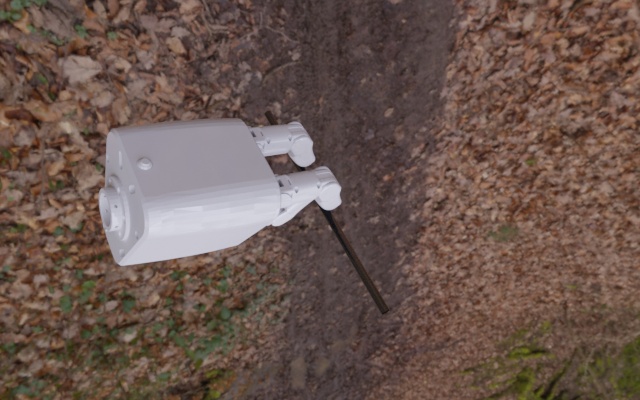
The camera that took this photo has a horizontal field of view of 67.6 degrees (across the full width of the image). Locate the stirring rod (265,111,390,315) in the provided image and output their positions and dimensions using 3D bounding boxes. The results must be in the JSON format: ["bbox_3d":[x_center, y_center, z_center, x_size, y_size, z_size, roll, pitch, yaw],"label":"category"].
[{"bbox_3d":[0.000,0.001,0.459,0.011,0.239,0.011,-25,-25,-12],"label":"stirring rod"}]
